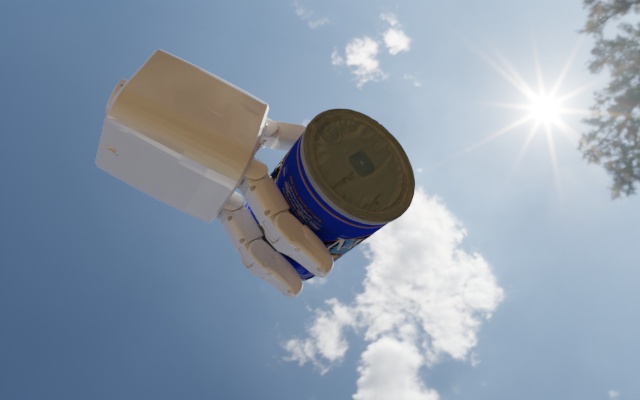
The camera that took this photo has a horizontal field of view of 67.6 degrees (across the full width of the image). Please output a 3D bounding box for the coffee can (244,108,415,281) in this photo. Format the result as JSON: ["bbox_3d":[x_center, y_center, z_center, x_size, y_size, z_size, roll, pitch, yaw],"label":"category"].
[{"bbox_3d":[0.000,0.001,0.424,0.103,0.102,0.140,0,-27,-32],"label":"coffee can"}]
